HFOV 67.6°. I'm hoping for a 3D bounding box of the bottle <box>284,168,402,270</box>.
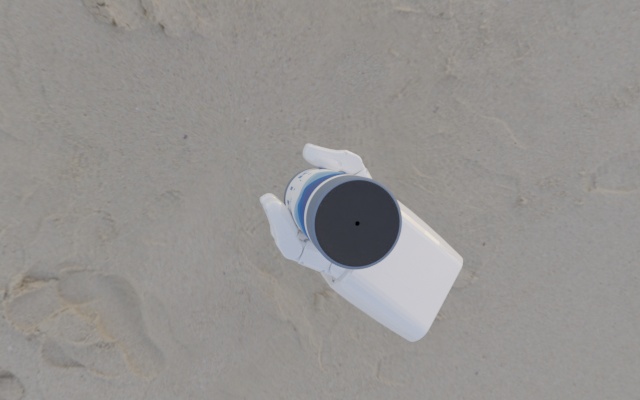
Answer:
[{"bbox_3d":[0.000,0.002,0.479,0.069,0.069,0.295,0,6,-10],"label":"bottle"}]
